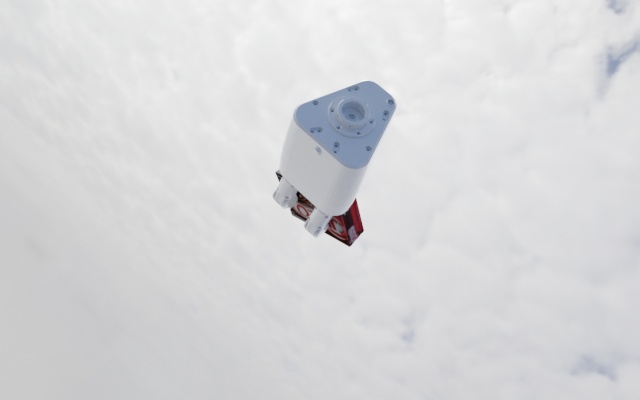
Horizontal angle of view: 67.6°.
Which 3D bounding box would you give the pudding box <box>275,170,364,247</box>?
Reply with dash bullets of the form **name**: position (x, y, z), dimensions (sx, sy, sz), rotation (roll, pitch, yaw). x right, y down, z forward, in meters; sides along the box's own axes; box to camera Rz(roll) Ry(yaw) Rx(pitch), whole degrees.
- **pudding box**: position (0.000, 0.002, 0.636), dimensions (0.113, 0.090, 0.039), rotation (29, 60, 36)
